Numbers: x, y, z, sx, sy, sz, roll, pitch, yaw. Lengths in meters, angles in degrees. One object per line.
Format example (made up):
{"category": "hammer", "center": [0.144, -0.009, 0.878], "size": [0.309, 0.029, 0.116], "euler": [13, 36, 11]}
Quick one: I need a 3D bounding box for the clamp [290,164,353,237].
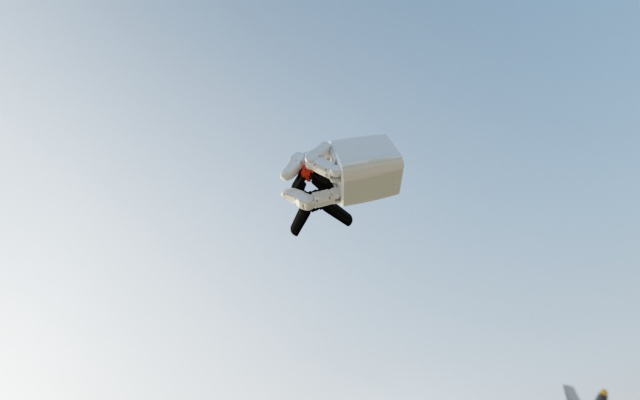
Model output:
{"category": "clamp", "center": [0.000, 0.002, 0.869], "size": [0.120, 0.039, 0.172], "euler": [-10, -39, -7]}
